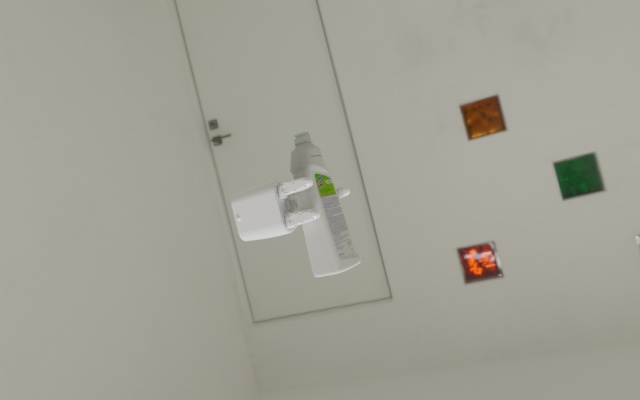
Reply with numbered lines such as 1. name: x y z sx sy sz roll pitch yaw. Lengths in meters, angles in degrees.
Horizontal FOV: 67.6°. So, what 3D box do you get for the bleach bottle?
1. bleach bottle: 0.000 0.003 0.852 0.068 0.251 0.102 -15 -2 28
